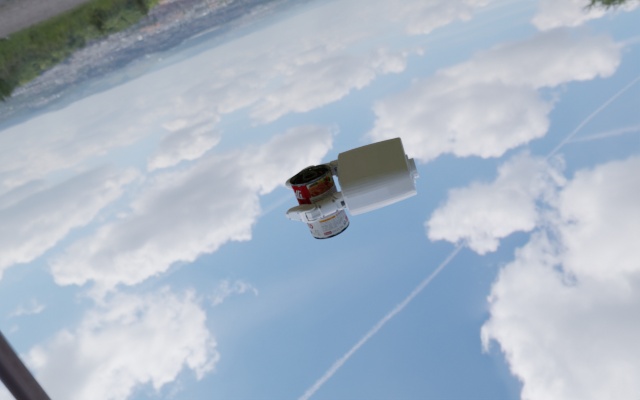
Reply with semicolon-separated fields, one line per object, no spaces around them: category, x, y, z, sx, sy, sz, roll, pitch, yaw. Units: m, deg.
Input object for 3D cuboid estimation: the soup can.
soup can;0.000;0.003;0.767;0.068;0.102;0.068;-18;22;8
